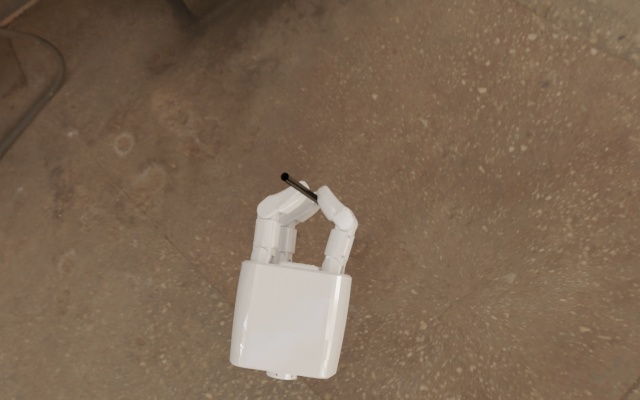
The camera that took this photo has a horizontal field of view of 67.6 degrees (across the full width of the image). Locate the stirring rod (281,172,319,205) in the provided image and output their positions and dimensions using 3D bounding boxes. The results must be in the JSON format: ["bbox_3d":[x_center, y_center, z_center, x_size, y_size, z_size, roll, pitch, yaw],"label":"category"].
[{"bbox_3d":[0.000,0.002,0.546,0.011,0.011,0.239,0,-11,16],"label":"stirring rod"}]
